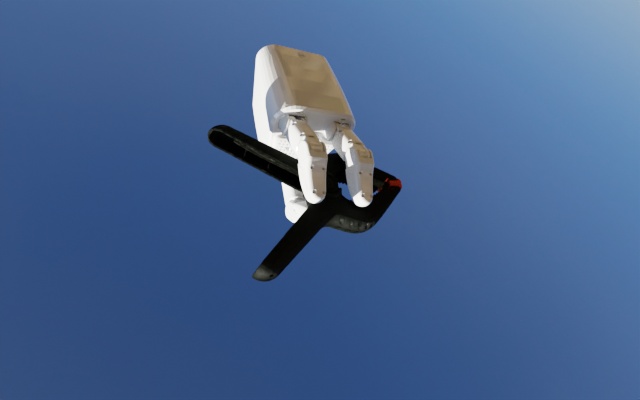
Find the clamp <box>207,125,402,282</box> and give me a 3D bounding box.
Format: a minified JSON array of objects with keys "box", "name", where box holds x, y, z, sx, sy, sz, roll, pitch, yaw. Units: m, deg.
[{"box":[0.000,0.002,0.478,0.210,0.164,0.036,3,-34,-31],"name":"clamp"}]
